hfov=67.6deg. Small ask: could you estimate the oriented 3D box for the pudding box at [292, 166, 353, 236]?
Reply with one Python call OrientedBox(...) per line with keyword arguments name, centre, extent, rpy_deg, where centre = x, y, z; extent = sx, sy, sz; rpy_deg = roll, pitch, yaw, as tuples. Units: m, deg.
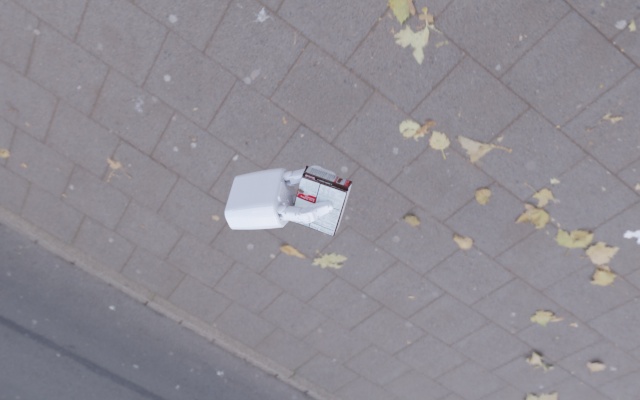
OrientedBox(name="pudding box", centre=(0.000, 0.003, 0.869), extent=(0.090, 0.114, 0.039), rpy_deg=(19, 40, 5))
